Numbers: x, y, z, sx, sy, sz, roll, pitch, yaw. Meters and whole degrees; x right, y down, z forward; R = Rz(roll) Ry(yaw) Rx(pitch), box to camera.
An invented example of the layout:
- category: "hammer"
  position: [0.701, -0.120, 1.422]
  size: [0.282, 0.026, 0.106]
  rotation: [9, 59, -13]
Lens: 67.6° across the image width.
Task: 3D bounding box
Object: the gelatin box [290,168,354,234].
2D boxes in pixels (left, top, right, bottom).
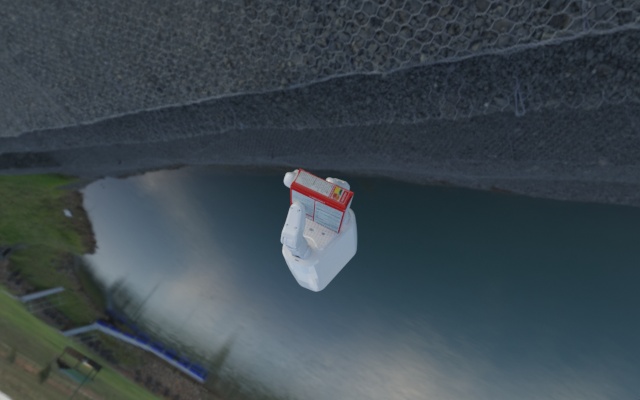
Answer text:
- category: "gelatin box"
  position: [0.000, 0.002, 0.607]
  size: [0.073, 0.030, 0.089]
  rotation: [25, -21, 7]
